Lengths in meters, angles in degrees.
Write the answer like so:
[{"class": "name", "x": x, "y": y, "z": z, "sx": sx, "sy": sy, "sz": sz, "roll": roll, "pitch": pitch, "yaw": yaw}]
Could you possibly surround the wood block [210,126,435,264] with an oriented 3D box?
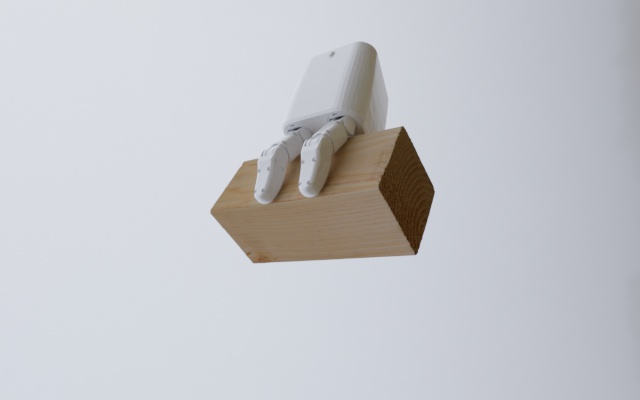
[{"class": "wood block", "x": 0.000, "y": 0.002, "z": 0.501, "sx": 0.206, "sy": 0.090, "sz": 0.091, "roll": -8, "pitch": -49, "yaw": 36}]
